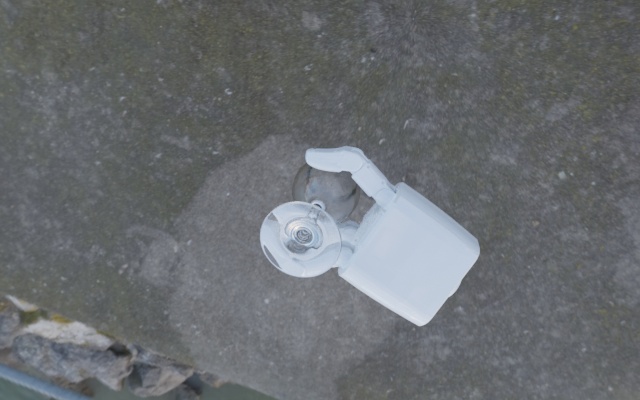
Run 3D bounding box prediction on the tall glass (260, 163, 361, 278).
[{"bbox_3d":[0.000,0.002,0.513,0.079,0.079,0.201,0,21,11],"label":"tall glass"}]
